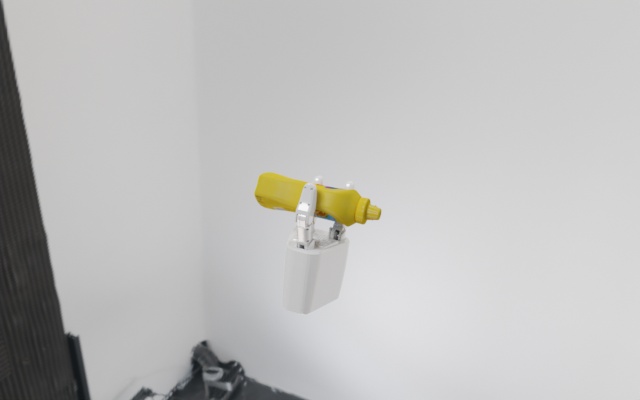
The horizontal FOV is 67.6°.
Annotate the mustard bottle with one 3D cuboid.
[{"bbox_3d":[0.000,0.002,0.743,0.191,0.058,0.096,13,-8,18],"label":"mustard bottle"}]
